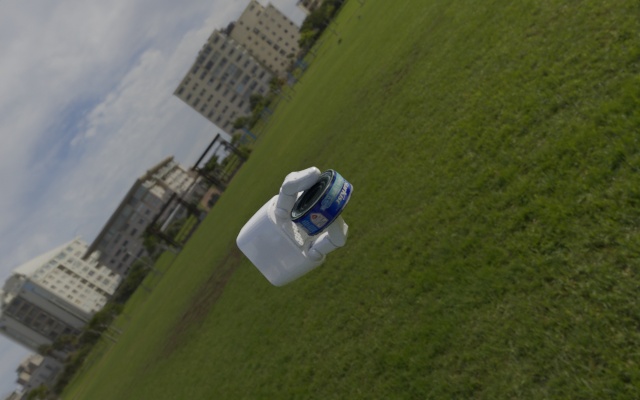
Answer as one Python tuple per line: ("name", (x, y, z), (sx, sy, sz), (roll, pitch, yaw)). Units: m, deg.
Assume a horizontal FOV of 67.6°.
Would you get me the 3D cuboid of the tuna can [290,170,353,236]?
("tuna can", (0.000, 0.002, 0.610), (0.034, 0.086, 0.086), (40, -13, -16))
